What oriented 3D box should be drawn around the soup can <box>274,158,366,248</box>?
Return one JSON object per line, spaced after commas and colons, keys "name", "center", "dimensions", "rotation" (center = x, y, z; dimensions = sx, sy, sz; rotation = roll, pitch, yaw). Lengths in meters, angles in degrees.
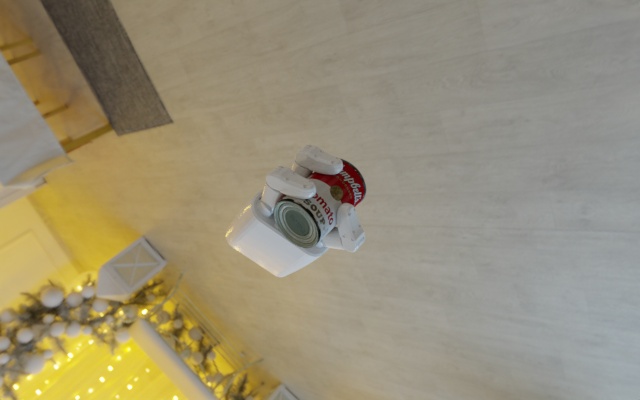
{"name": "soup can", "center": [0.000, 0.002, 0.574], "dimensions": [0.068, 0.068, 0.102], "rotation": [0, 31, 42]}
